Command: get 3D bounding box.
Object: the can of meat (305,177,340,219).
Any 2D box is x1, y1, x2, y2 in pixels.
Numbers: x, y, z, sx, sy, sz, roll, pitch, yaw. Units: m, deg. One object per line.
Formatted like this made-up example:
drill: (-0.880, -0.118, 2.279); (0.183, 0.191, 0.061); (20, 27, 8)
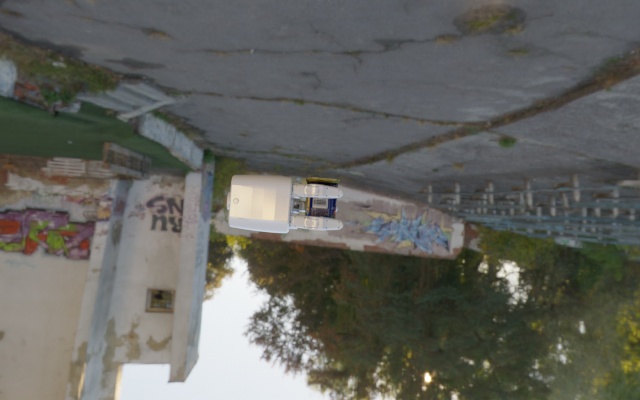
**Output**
can of meat: (0.000, 0.003, 0.876); (0.057, 0.084, 0.102); (5, -1, -5)
